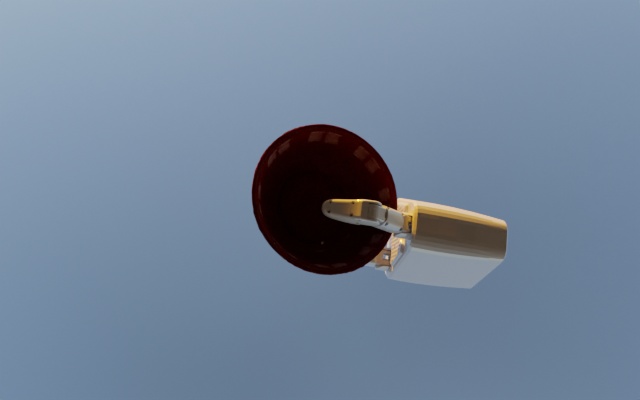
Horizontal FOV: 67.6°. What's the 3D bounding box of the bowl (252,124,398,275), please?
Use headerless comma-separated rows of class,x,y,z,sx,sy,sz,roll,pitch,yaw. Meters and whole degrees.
bowl,-0.001,0.001,0.522,0.162,0.162,0.055,0,-12,-19
